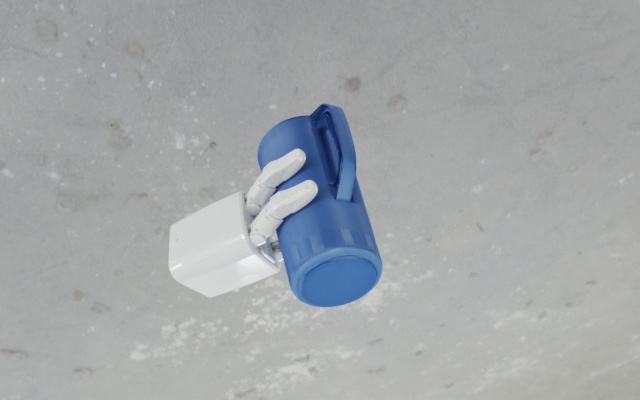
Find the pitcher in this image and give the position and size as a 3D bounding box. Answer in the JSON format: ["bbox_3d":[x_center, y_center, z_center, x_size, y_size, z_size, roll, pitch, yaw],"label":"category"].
[{"bbox_3d":[0.000,0.002,0.610,0.145,0.242,0.149,-24,-45,7],"label":"pitcher"}]
